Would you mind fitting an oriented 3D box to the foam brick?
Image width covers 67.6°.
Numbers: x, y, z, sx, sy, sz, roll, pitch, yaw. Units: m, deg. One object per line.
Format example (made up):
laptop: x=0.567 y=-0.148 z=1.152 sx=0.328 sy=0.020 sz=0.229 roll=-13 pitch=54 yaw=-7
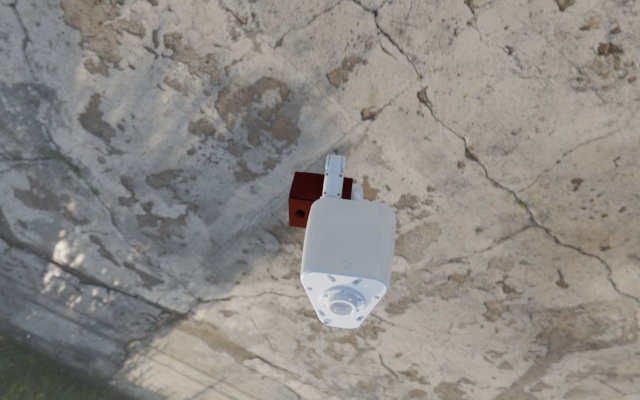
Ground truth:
foam brick: x=0.000 y=0.002 z=0.609 sx=0.078 sy=0.051 sz=0.053 roll=7 pitch=-44 yaw=5
